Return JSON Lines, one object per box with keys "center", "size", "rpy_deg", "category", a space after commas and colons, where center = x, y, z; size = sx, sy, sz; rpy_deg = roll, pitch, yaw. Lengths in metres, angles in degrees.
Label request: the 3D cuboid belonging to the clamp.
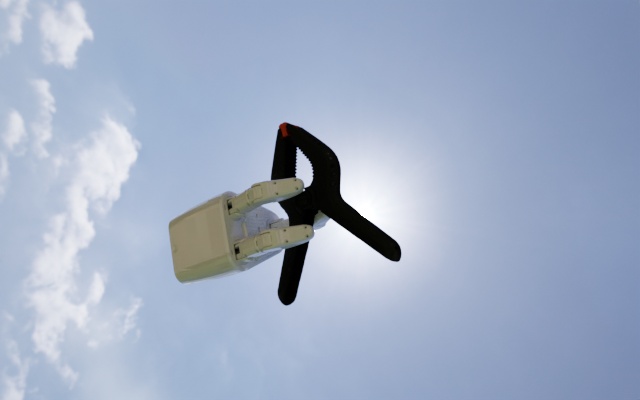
{"center": [0.000, 0.001, 0.546], "size": [0.164, 0.210, 0.036], "rpy_deg": [-20, -15, 31], "category": "clamp"}
